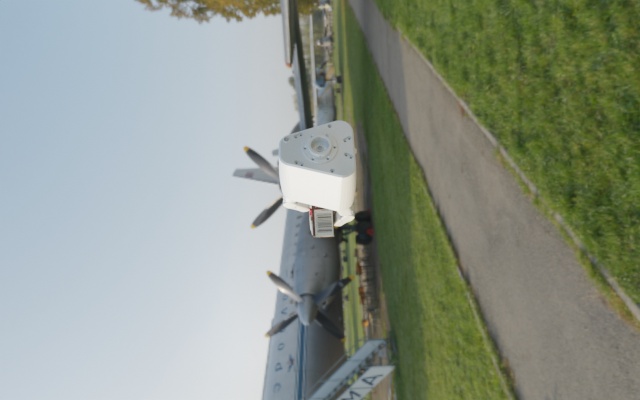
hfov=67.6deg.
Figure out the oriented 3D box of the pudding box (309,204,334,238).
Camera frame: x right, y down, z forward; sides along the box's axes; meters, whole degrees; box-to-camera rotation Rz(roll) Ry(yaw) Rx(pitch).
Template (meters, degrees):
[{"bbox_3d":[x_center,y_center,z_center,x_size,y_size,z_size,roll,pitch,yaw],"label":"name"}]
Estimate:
[{"bbox_3d":[0.000,0.003,0.817,0.039,0.113,0.090,-1,3,-3],"label":"pudding box"}]
